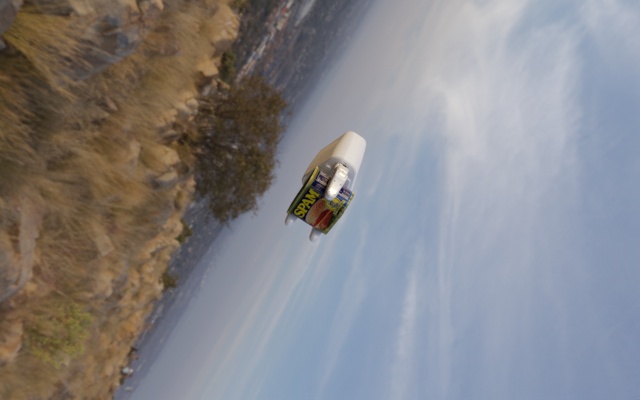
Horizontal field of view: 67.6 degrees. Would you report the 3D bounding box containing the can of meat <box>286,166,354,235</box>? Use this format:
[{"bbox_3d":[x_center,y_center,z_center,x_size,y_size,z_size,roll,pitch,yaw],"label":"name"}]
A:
[{"bbox_3d":[0.000,0.003,0.863,0.084,0.102,0.057,32,38,-6],"label":"can of meat"}]
